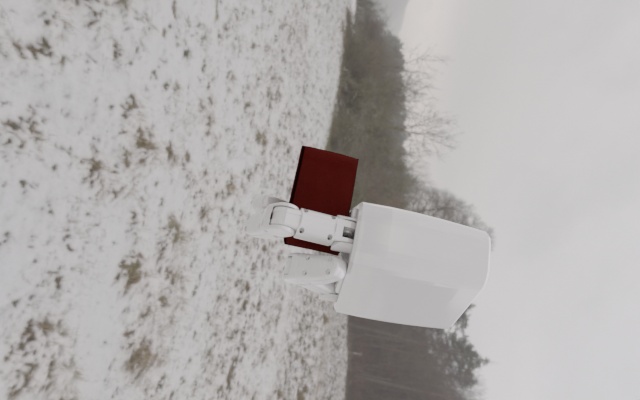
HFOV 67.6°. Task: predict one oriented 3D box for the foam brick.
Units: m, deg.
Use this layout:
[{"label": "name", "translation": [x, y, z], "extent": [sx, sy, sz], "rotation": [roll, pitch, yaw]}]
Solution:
[{"label": "foam brick", "translation": [0.000, 0.001, 0.421], "extent": [0.051, 0.078, 0.053], "rotation": [11, -21, 1]}]
